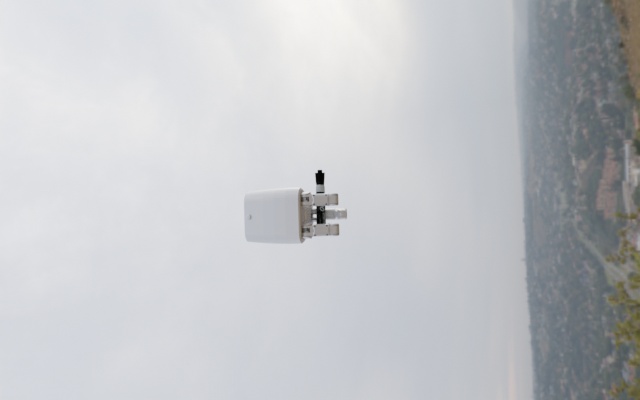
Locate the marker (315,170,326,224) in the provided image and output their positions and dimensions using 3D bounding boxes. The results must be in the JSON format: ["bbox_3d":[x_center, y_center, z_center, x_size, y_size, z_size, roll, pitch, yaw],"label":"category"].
[{"bbox_3d":[0.000,0.003,0.893,0.020,0.121,0.020,-1,-2,0],"label":"marker"}]
